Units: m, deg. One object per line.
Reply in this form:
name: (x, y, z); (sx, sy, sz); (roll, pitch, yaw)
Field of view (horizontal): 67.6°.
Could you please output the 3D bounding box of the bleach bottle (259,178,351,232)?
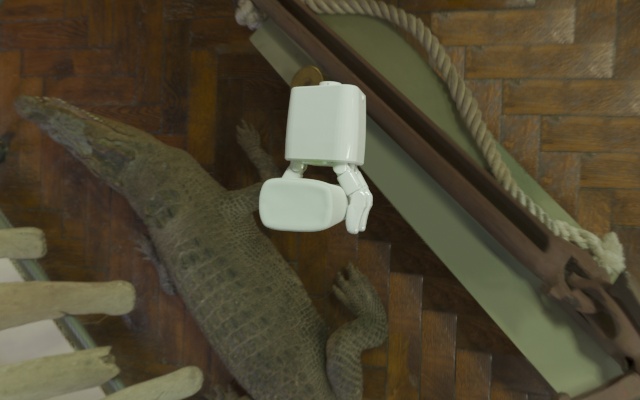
bleach bottle: (0.000, 0.002, 0.718); (0.102, 0.068, 0.251); (4, 3, 14)
